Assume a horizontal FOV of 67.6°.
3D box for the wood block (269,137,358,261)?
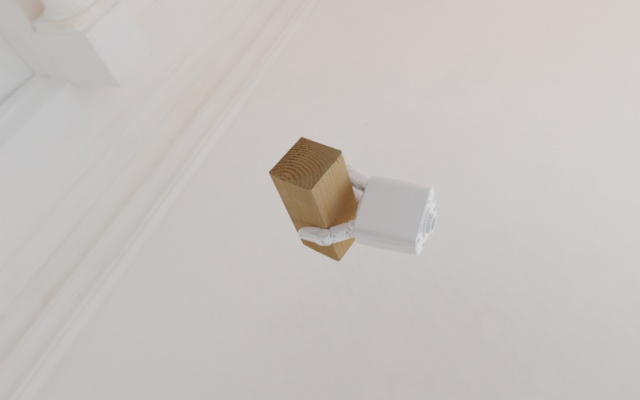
[{"bbox_3d":[0.000,0.003,0.826,0.090,0.090,0.206,23,-28,32],"label":"wood block"}]
